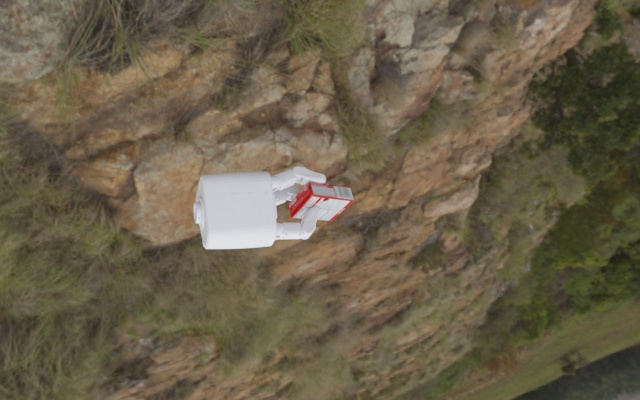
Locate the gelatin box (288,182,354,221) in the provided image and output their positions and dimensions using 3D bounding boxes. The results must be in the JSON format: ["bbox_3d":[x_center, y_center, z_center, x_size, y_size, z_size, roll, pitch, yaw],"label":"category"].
[{"bbox_3d":[0.001,0.003,0.814,0.089,0.030,0.073,7,-35,-33],"label":"gelatin box"}]
